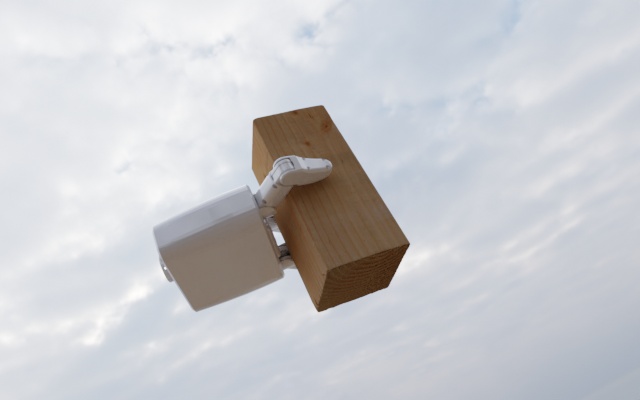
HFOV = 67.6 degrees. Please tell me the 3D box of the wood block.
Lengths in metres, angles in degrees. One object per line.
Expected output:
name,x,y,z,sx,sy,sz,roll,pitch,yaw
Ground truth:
wood block,0.000,0.002,0.525,0.090,0.206,0.091,-15,-34,-20
